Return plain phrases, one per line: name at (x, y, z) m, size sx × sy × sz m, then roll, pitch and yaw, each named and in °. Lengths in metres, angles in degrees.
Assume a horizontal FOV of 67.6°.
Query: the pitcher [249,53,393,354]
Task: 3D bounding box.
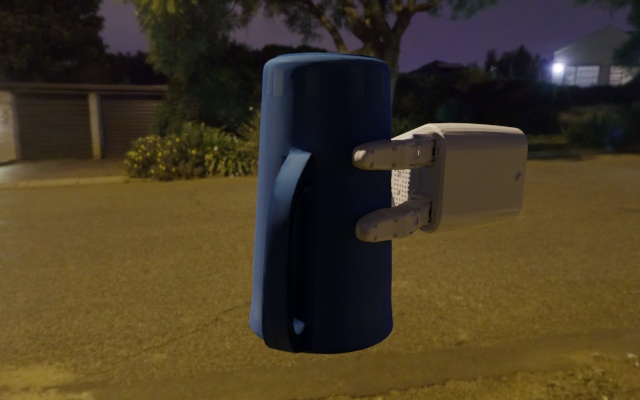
pitcher at (0.000, 0.001, 0.415) m, size 0.145 × 0.243 × 0.149 m, roll -4°, pitch 12°, yaw -24°
